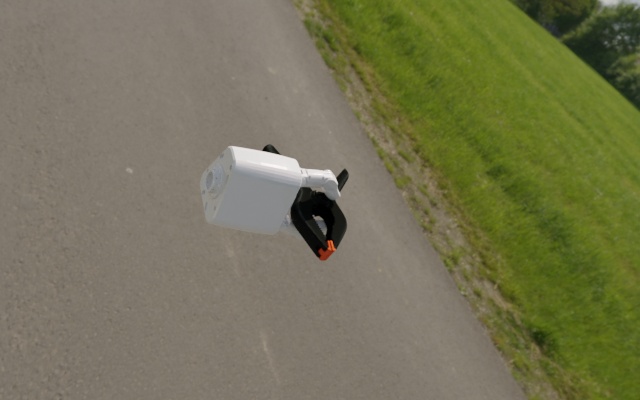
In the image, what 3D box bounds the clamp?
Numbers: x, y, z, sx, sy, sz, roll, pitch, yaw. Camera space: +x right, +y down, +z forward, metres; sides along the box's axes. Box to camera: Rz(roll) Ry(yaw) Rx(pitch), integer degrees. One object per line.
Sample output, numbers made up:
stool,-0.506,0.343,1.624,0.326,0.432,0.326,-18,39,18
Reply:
clamp,0.000,0.002,0.756,0.164,0.209,0.036,9,-45,-33
